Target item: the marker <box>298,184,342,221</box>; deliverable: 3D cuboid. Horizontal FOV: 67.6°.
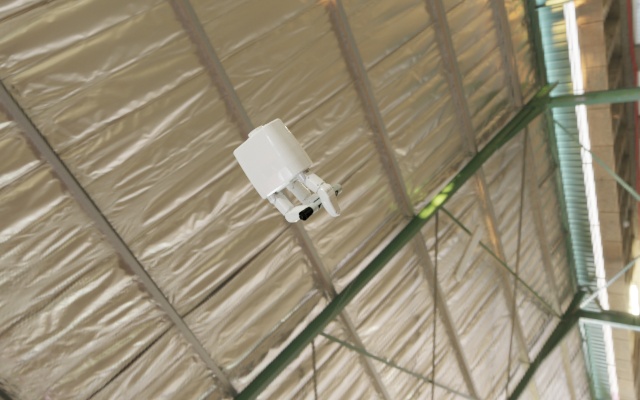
[{"bbox_3d":[0.000,0.003,0.868,0.020,0.020,0.121,0,26,40],"label":"marker"}]
